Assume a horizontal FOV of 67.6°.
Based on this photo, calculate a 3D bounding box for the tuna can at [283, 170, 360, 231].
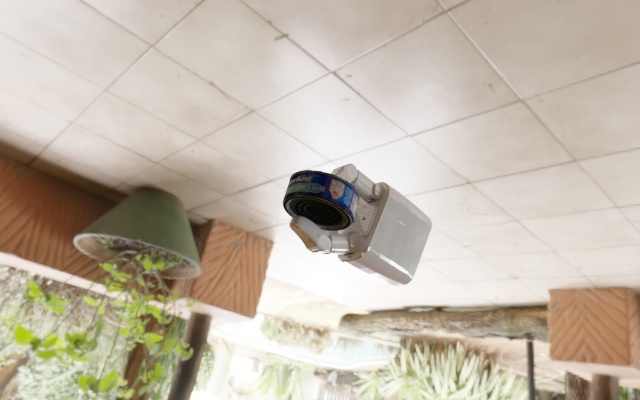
[{"bbox_3d":[0.000,0.002,0.554,0.086,0.033,0.086,13,-26,7],"label":"tuna can"}]
